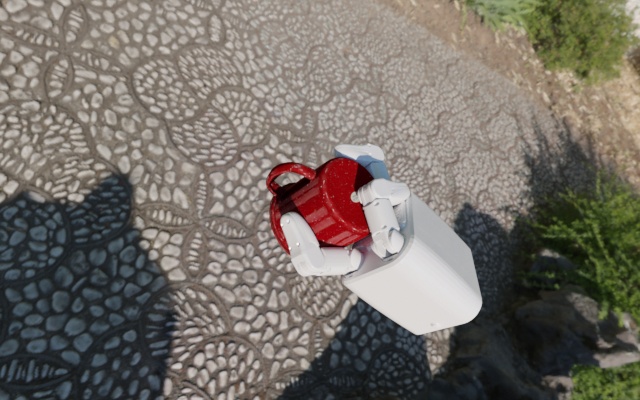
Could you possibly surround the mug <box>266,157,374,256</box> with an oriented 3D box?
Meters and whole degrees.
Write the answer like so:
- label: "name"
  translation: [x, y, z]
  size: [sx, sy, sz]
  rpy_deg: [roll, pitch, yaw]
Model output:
- label: "mug"
  translation: [-0.001, 0.001, 0.475]
  size: [0.117, 0.093, 0.081]
  rpy_deg: [38, -43, -19]
